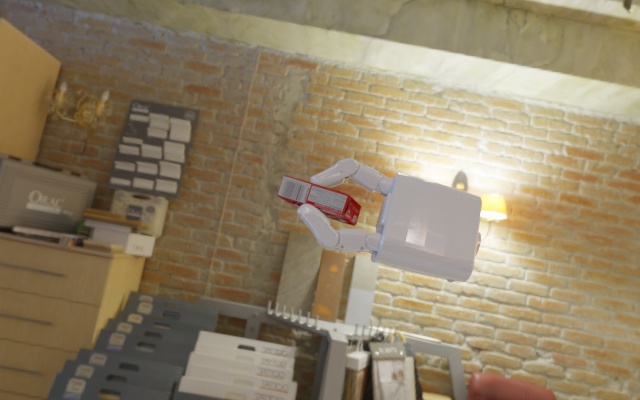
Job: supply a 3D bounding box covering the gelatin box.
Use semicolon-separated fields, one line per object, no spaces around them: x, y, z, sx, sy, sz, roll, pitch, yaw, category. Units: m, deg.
0.000;0.001;0.587;0.089;0.030;0.073;18;-6;17;gelatin box
